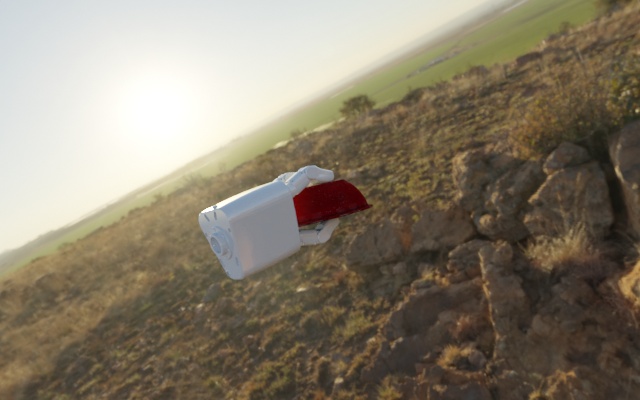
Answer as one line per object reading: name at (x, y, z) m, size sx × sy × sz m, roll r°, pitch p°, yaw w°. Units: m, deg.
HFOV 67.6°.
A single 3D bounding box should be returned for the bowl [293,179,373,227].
bowl at (0.001, 0.002, 0.773) m, size 0.162 × 0.055 × 0.162 m, roll -13°, pitch 1°, yaw 0°
